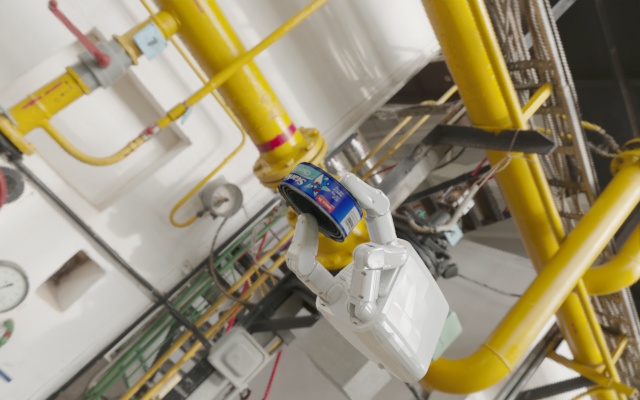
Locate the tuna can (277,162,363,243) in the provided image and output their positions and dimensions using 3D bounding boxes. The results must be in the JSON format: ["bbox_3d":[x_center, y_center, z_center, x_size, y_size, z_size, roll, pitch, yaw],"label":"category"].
[{"bbox_3d":[0.000,0.001,0.475,0.086,0.033,0.086,38,-14,11],"label":"tuna can"}]
